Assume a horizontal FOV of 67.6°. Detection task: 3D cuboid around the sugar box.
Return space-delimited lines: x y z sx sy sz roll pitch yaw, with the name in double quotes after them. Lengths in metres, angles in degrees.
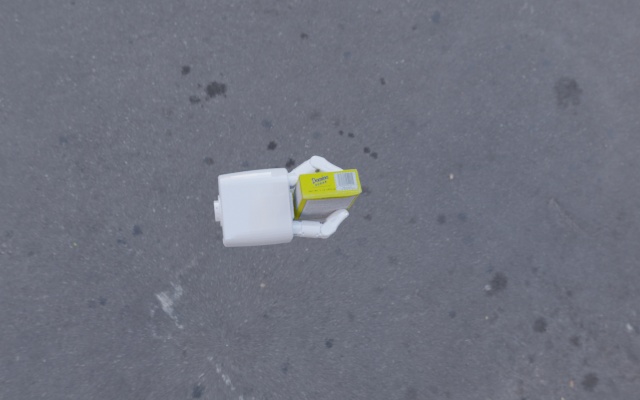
0.000 0.002 0.792 0.093 0.048 0.176 -5 -16 -13 "sugar box"
